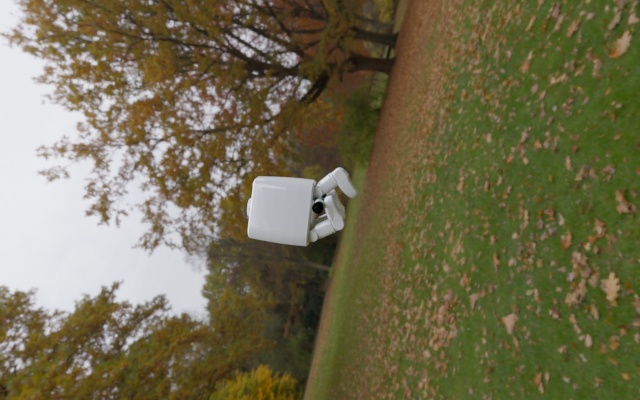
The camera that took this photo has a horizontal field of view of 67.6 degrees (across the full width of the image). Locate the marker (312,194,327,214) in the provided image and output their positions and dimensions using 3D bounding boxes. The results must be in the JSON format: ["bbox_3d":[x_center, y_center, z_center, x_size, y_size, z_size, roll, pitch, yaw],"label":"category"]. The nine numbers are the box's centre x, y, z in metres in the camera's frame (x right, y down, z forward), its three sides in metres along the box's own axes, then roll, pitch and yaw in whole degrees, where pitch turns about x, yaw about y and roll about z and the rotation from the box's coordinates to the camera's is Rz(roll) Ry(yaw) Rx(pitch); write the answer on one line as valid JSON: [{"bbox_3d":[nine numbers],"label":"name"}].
[{"bbox_3d":[0.000,0.003,0.826,0.020,0.020,0.121,0,11,5],"label":"marker"}]
